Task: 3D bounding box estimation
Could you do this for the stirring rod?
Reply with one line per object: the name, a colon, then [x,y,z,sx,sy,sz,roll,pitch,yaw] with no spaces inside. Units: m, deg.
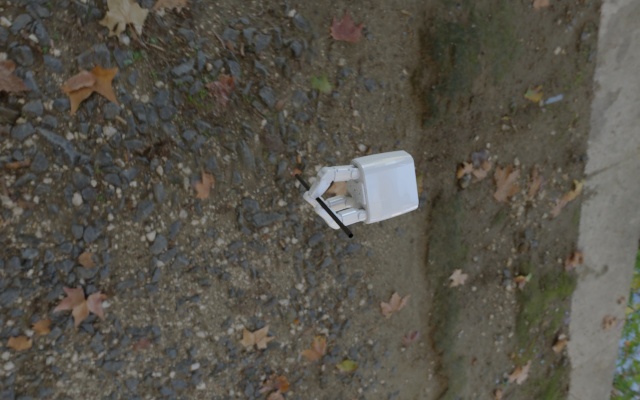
stirring rod: [0.000,0.003,0.817,0.011,0.011,0.239,0,25,-25]
